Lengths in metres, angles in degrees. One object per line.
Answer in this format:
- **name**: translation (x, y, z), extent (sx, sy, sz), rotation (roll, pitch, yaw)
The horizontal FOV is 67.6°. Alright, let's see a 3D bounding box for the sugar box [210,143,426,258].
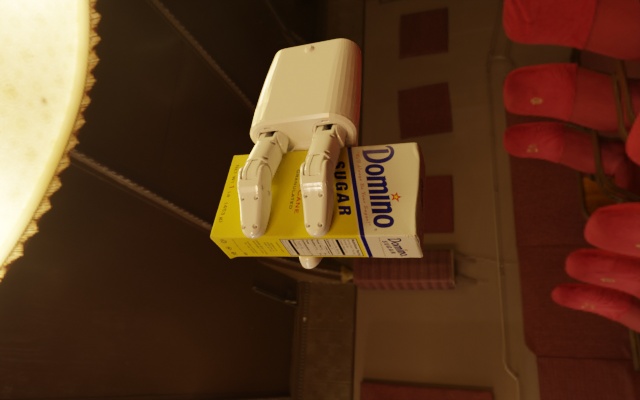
- **sugar box**: translation (0.000, 0.001, 0.416), extent (0.176, 0.093, 0.048), rotation (-4, -34, 20)
